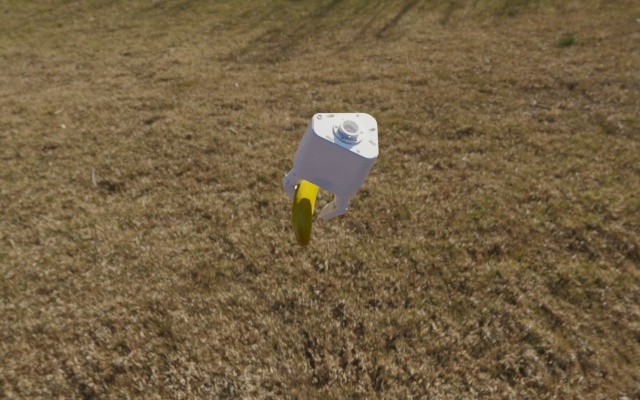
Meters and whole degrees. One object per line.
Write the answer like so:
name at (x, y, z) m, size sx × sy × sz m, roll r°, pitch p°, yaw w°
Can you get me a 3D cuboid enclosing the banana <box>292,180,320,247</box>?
banana at (-0.013, -0.011, 0.829) m, size 0.069 × 0.197 × 0.037 m, roll 40°, pitch -41°, yaw -14°
